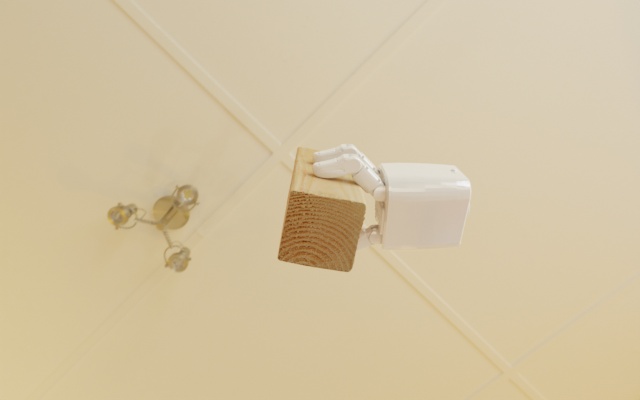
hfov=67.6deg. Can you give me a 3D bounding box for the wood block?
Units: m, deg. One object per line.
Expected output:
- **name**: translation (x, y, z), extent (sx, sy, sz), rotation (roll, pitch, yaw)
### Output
- **wood block**: translation (0.000, 0.002, 0.638), extent (0.090, 0.091, 0.206), rotation (10, 19, -4)
